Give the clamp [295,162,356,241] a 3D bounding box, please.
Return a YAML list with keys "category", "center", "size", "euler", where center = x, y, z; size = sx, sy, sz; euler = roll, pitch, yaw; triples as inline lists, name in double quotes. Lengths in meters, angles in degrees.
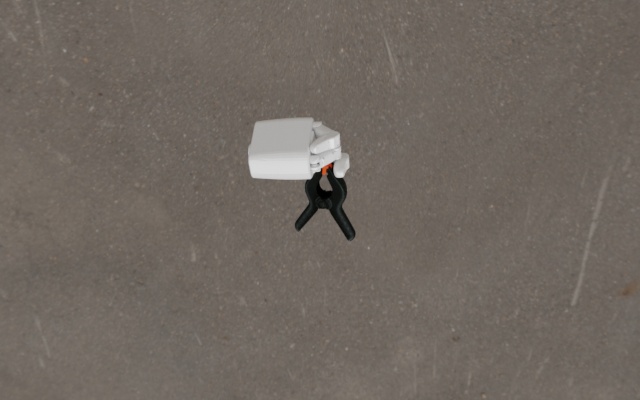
- category: "clamp"
  center: [0.000, 0.003, 0.895]
  size: [0.120, 0.172, 0.039]
  euler: [-1, 31, 12]
